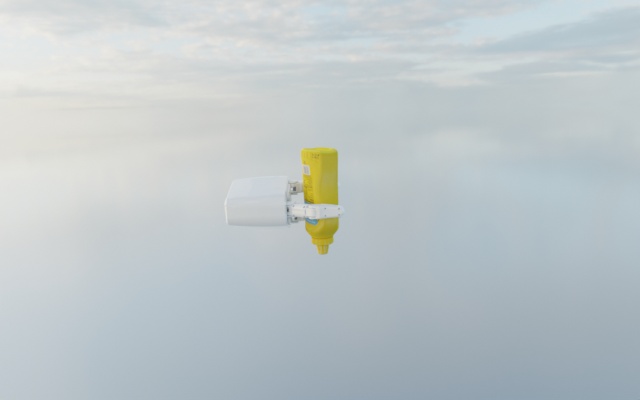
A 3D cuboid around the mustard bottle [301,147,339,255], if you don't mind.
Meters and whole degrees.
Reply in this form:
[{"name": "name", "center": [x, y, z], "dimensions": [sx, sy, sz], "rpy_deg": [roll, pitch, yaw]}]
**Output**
[{"name": "mustard bottle", "center": [0.000, 0.003, 0.853], "dimensions": [0.058, 0.192, 0.096], "rpy_deg": [-6, 11, -23]}]
